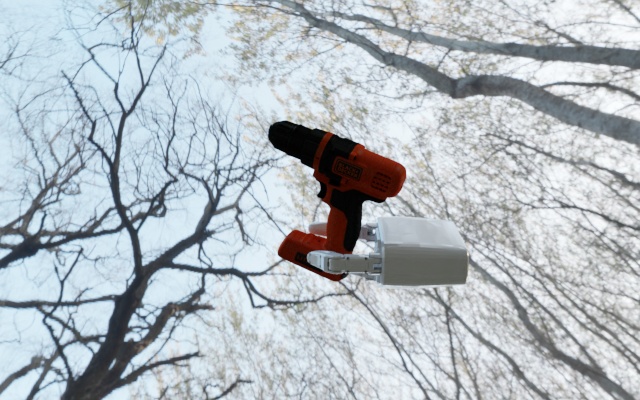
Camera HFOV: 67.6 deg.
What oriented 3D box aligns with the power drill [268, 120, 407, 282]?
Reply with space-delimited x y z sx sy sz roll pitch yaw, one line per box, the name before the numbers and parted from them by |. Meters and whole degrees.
power drill | 0.000 0.003 0.627 0.184 0.188 0.057 24 30 12
